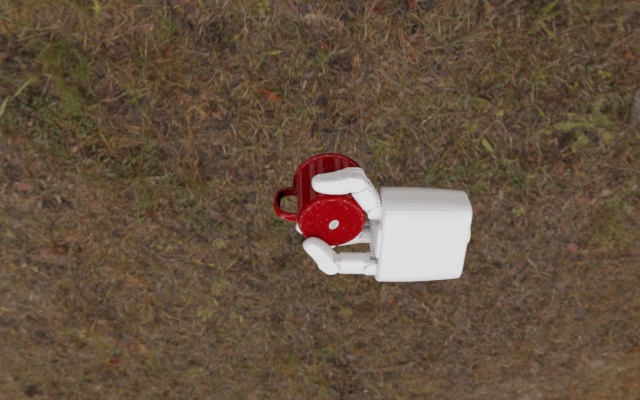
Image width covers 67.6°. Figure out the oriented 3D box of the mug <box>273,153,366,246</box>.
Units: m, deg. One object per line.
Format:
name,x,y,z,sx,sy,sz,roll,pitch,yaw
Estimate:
mug,-0.001,0.002,0.591,0.117,0.093,0.081,-1,41,-2
